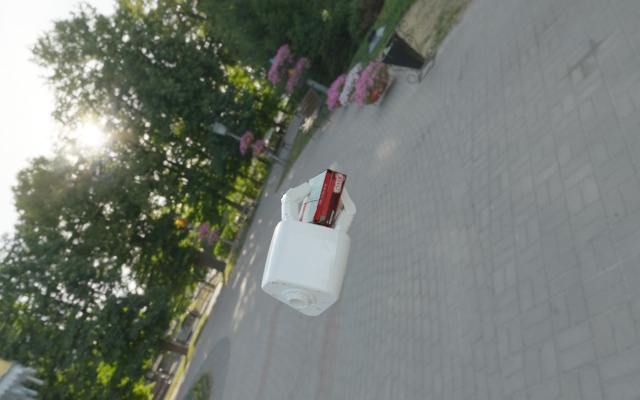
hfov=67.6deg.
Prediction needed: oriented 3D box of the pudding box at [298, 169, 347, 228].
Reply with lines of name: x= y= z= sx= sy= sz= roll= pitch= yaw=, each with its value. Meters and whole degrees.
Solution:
pudding box: x=0.000 y=0.003 z=0.782 sx=0.039 sy=0.090 sz=0.113 roll=20 pitch=-11 yaw=-15
